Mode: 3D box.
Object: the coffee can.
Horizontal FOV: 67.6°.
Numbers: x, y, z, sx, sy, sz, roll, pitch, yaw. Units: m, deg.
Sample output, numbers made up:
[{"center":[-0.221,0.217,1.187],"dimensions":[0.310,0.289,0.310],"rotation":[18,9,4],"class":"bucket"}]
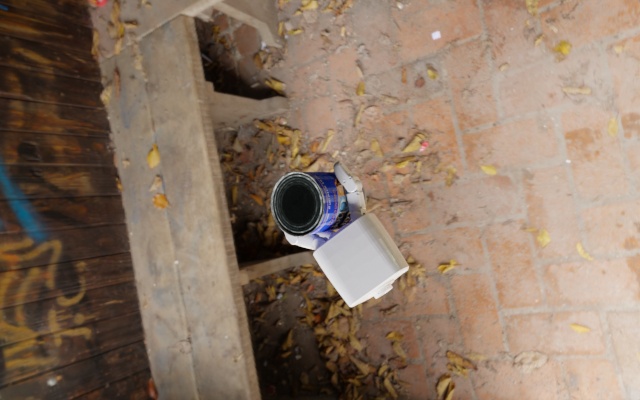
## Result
[{"center":[0.000,0.002,0.798],"dimensions":[0.103,0.103,0.140],"rotation":[0,3,32],"class":"coffee can"}]
